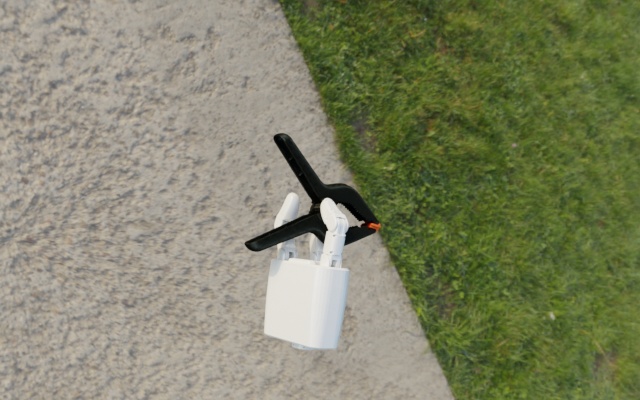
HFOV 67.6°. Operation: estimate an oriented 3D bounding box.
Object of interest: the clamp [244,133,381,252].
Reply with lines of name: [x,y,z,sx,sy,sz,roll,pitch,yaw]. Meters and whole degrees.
clamp: [0.001,0.003,0.685,0.210,0.164,0.036,12,-5,-32]
